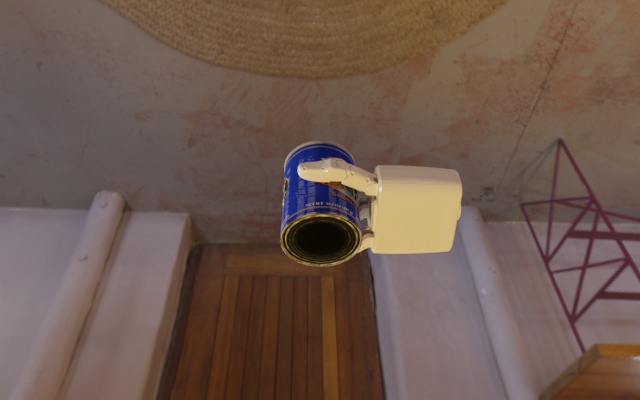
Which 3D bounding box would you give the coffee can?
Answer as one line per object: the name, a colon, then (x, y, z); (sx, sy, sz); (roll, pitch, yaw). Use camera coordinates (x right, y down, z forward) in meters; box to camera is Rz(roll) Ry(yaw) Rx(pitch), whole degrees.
coffee can: (0.000, 0.002, 0.640); (0.103, 0.103, 0.140); (-1, 45, -1)
